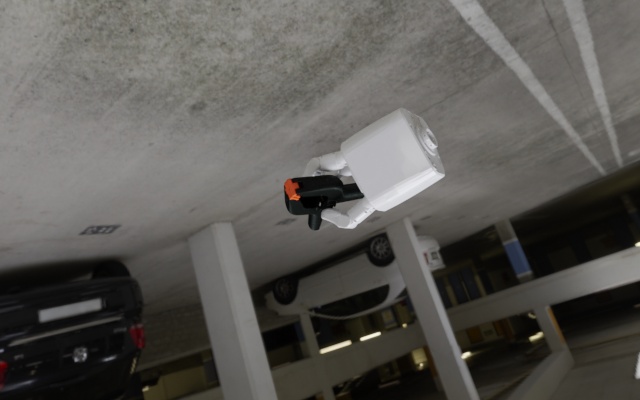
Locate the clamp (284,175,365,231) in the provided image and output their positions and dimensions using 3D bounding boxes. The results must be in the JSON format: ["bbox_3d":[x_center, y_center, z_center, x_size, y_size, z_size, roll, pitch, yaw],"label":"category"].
[{"bbox_3d":[0.000,0.003,0.759,0.164,0.036,0.210,-33,-22,28],"label":"clamp"}]
